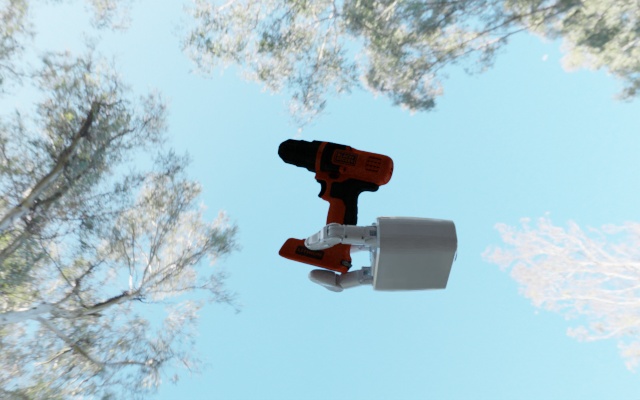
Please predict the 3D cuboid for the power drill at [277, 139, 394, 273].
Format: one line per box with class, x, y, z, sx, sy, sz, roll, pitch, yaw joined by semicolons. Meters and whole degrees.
power drill;0.000;0.003;0.706;0.184;0.187;0.057;13;-9;22
